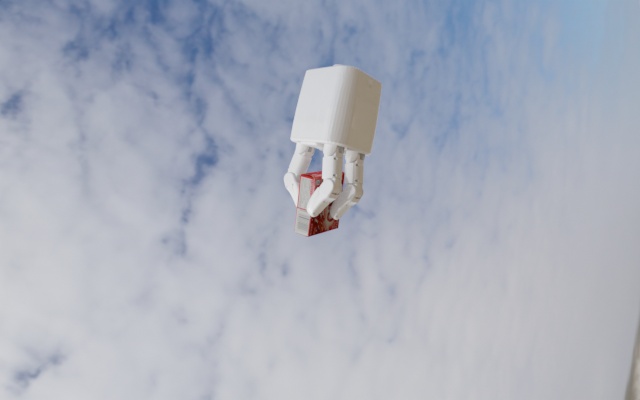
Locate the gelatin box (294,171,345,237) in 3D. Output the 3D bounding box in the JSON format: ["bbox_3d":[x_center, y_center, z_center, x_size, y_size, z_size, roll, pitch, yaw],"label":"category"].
[{"bbox_3d":[0.000,0.002,0.691,0.030,0.089,0.073,17,18,35],"label":"gelatin box"}]
